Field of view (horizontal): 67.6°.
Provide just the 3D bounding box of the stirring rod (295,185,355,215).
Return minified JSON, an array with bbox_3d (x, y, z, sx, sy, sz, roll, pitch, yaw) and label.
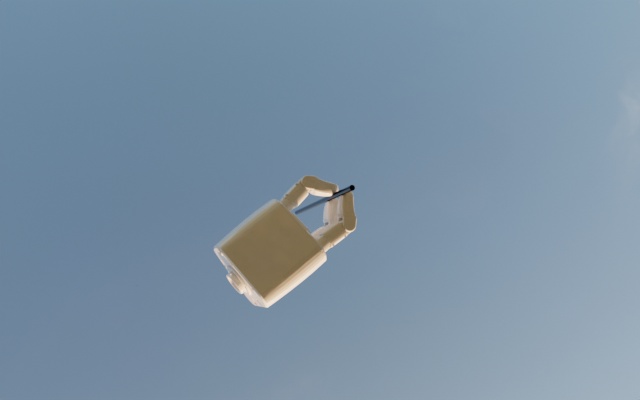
[{"bbox_3d":[0.000,0.002,0.751,0.011,0.011,0.239,0,-9,-21],"label":"stirring rod"}]
